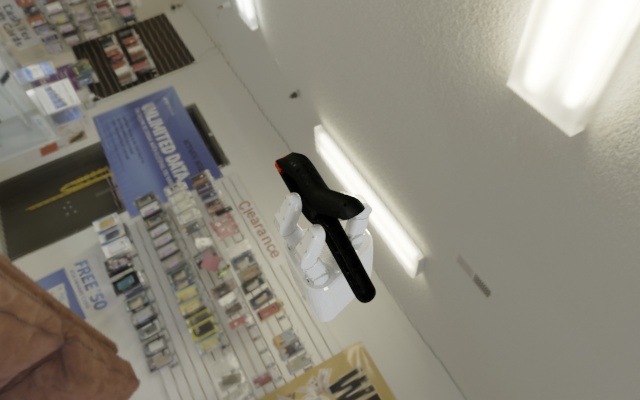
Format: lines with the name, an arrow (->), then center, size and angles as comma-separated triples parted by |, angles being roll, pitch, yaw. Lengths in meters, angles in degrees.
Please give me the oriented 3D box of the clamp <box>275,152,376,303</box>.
clamp -> 0.001, 0.001, 0.553 | 0.036, 0.210, 0.165 | -26, -36, -14
